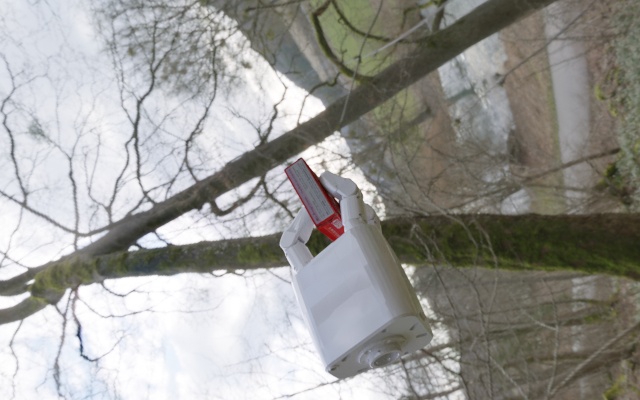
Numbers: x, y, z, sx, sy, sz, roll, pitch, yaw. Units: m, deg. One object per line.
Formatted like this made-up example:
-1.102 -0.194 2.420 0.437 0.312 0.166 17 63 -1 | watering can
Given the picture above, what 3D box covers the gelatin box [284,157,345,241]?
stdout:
0.000 0.002 0.558 0.030 0.089 0.073 -35 -28 5 | gelatin box
